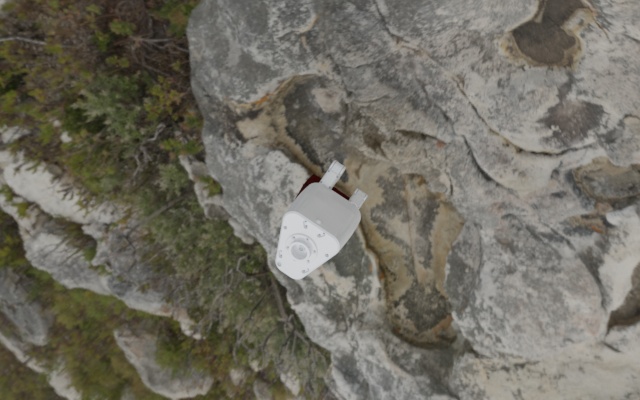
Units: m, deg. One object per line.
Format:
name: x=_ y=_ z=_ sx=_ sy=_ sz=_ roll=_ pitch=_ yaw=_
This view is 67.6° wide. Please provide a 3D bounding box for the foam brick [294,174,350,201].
foam brick: x=0.000 y=0.002 z=0.798 sx=0.078 sy=0.053 sz=0.051 roll=33 pitch=28 yaw=4
